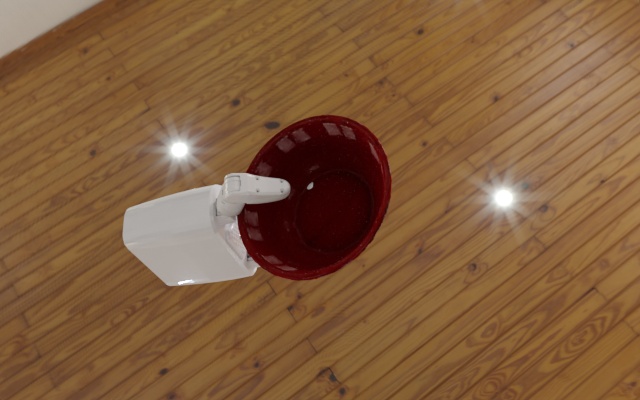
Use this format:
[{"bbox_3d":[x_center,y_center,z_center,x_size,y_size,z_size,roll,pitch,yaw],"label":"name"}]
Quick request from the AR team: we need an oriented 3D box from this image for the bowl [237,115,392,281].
[{"bbox_3d":[0.001,0.002,0.461,0.162,0.162,0.055,0,-19,29],"label":"bowl"}]
